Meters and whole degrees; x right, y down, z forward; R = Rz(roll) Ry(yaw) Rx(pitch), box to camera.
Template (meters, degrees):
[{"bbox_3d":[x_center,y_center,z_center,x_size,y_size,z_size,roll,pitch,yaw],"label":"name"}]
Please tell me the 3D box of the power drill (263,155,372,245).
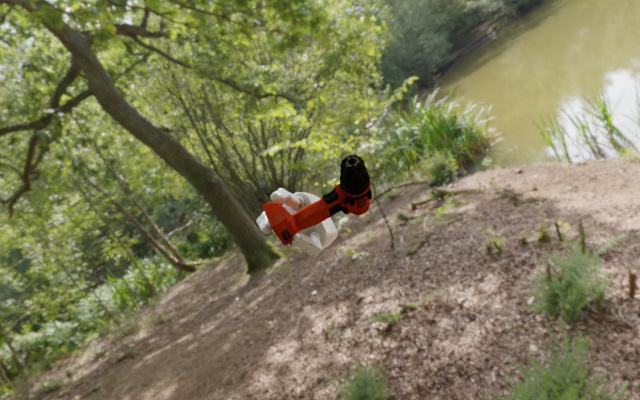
[{"bbox_3d":[0.000,0.003,0.828,0.187,0.057,0.184,-23,-26,-2],"label":"power drill"}]
